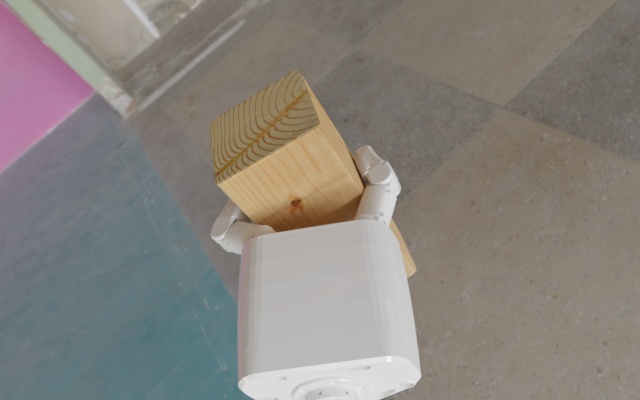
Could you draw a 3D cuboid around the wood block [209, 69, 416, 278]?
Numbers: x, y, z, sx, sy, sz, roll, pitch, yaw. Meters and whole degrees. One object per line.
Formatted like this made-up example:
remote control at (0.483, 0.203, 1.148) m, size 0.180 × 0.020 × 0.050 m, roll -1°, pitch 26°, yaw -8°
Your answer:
wood block at (0.000, 0.001, 0.434) m, size 0.091 × 0.090 × 0.206 m, roll -29°, pitch -48°, yaw 9°
